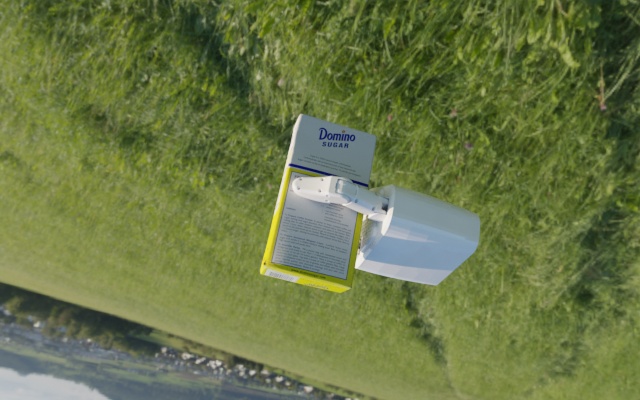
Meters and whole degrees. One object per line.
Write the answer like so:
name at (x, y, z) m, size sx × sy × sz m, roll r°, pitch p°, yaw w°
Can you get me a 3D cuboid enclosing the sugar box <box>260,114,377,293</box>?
sugar box at (0.000, 0.002, 0.517) m, size 0.093 × 0.176 × 0.048 m, roll 15°, pitch -23°, yaw -9°
